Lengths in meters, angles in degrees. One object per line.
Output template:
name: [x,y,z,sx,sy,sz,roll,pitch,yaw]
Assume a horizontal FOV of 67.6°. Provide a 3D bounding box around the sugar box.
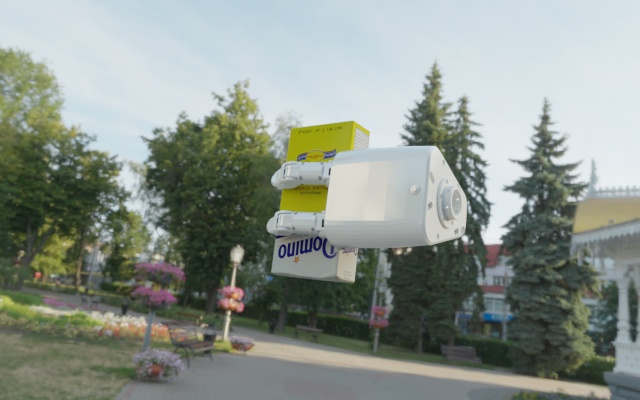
sugar box: [0.000,0.002,0.548,0.093,0.176,0.048,-2,-16,36]
